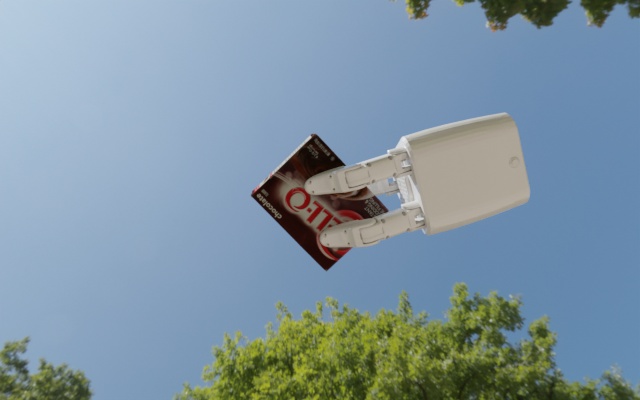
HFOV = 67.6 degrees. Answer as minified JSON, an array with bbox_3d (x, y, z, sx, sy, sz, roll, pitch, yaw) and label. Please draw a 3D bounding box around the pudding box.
[{"bbox_3d":[0.000,0.002,0.489,0.090,0.113,0.039,-44,8,4],"label":"pudding box"}]
